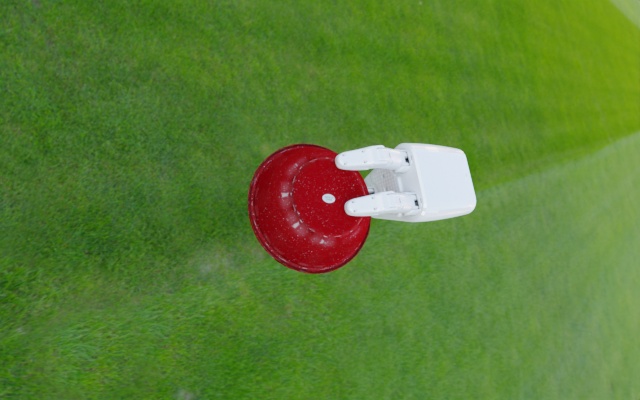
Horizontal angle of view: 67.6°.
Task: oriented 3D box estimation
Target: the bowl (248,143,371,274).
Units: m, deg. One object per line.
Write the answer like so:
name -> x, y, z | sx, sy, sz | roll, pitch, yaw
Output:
bowl -> -0.001, 0.002, 0.554 | 0.162, 0.162, 0.055 | 0, -13, -23
